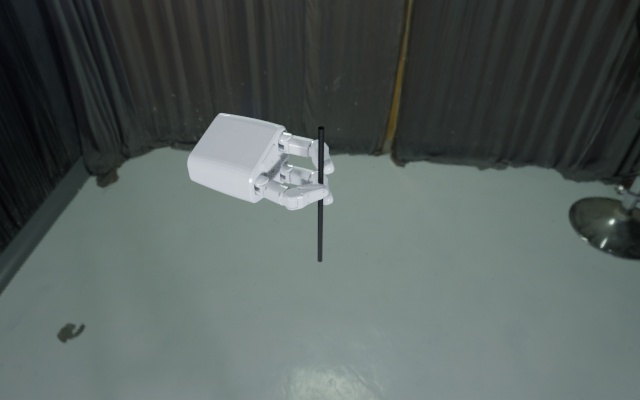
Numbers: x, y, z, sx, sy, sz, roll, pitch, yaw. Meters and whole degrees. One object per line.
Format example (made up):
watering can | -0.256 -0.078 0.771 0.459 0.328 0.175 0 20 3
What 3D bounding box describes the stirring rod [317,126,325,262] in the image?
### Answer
stirring rod | 0.000 0.002 0.661 0.011 0.240 0.011 0 41 0
